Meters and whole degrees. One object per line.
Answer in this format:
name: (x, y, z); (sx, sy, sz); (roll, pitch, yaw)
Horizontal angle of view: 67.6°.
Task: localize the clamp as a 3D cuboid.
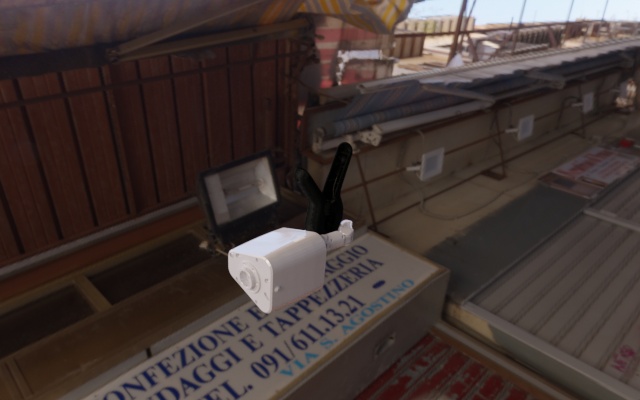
clamp: (0.000, 0.002, 0.728); (0.039, 0.171, 0.120); (25, 31, 39)
